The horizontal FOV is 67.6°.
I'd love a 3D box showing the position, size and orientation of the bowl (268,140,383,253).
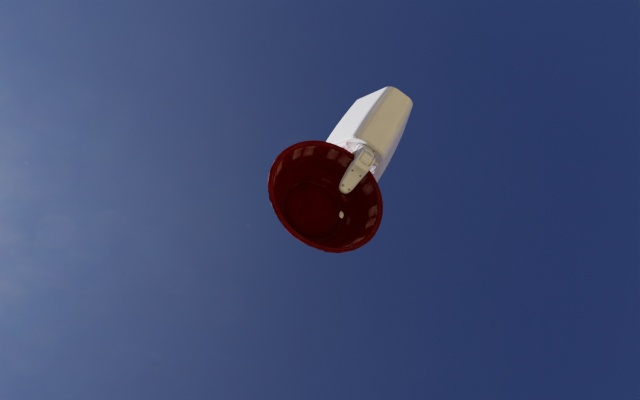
[{"bbox_3d":[-0.001,0.003,0.636,0.162,0.162,0.055,0,-26,-26],"label":"bowl"}]
